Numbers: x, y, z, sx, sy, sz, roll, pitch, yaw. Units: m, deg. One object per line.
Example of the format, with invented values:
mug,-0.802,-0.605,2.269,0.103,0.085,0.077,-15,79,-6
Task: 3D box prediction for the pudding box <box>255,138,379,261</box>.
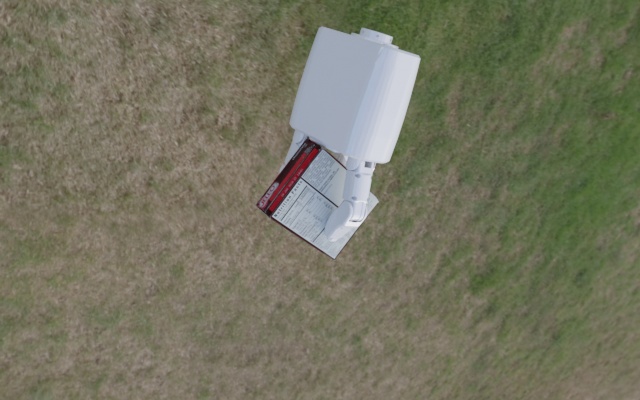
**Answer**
pudding box,0.000,0.002,0.514,0.113,0.090,0.039,38,0,-37
